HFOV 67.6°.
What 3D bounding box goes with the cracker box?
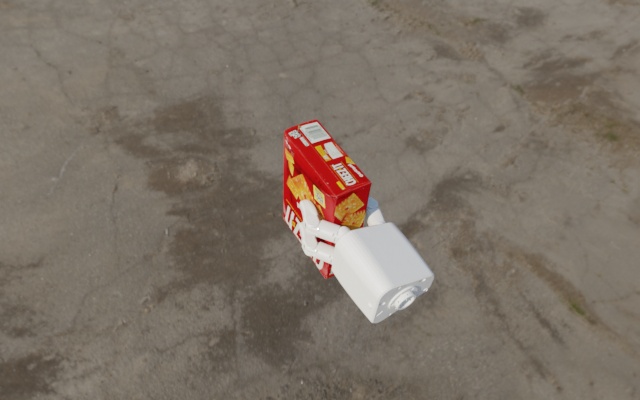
[{"bbox_3d":[0.000,0.002,0.787,0.072,0.214,0.164,-21,53,-22],"label":"cracker box"}]
